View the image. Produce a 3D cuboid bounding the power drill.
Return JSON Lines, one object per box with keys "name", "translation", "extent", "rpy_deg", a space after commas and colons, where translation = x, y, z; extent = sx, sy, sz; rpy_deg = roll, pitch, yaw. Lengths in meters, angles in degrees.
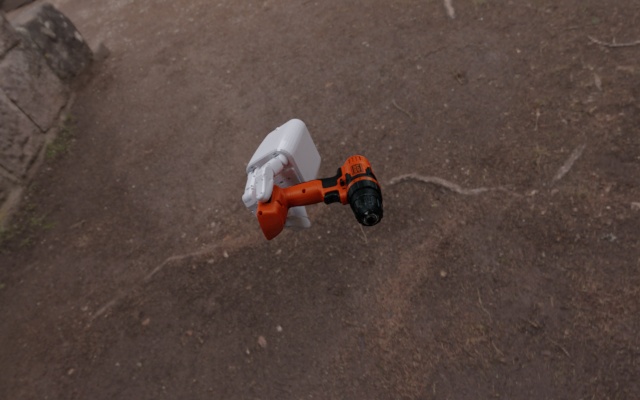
{"name": "power drill", "translation": [0.000, 0.002, 0.731], "extent": [0.187, 0.057, 0.184], "rpy_deg": [-14, 26, 5]}
